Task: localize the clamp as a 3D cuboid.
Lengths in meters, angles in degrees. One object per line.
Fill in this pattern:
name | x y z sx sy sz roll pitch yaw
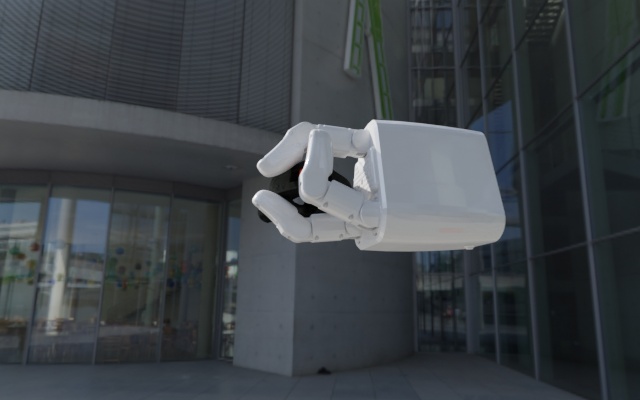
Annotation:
clamp | 0.000 0.001 0.481 0.120 0.039 0.171 2 -12 -9
